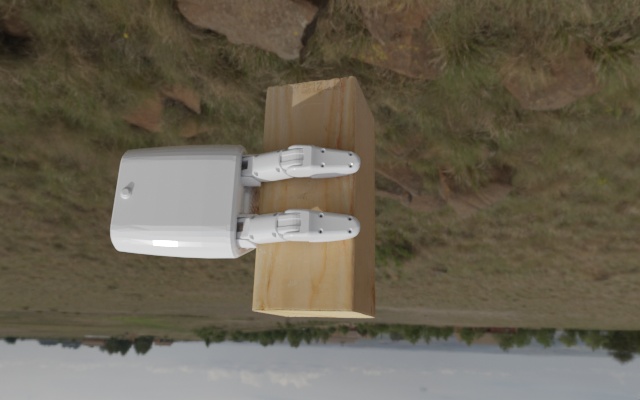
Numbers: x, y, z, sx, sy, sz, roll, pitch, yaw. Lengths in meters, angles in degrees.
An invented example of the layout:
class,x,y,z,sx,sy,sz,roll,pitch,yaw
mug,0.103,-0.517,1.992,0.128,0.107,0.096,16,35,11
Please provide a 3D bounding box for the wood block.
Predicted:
class,x,y,z,sx,sy,sz,roll,pitch,yaw
wood block,0.000,0.002,0.448,0.090,0.206,0.091,-3,-17,16
